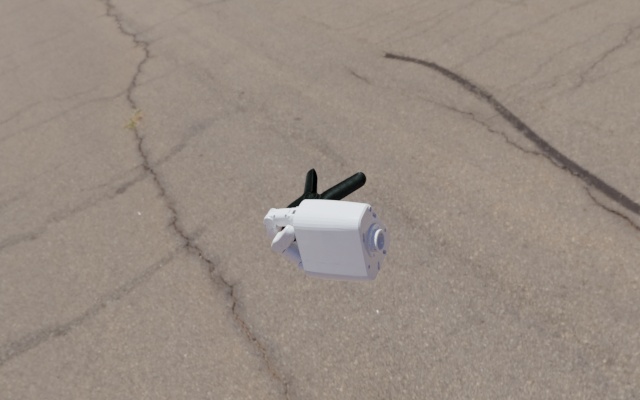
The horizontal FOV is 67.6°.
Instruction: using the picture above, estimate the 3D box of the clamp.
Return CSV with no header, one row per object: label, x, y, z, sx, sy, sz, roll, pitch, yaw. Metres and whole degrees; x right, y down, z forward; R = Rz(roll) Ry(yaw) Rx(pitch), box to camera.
clamp,0.000,0.002,0.786,0.120,0.039,0.171,-5,40,35
